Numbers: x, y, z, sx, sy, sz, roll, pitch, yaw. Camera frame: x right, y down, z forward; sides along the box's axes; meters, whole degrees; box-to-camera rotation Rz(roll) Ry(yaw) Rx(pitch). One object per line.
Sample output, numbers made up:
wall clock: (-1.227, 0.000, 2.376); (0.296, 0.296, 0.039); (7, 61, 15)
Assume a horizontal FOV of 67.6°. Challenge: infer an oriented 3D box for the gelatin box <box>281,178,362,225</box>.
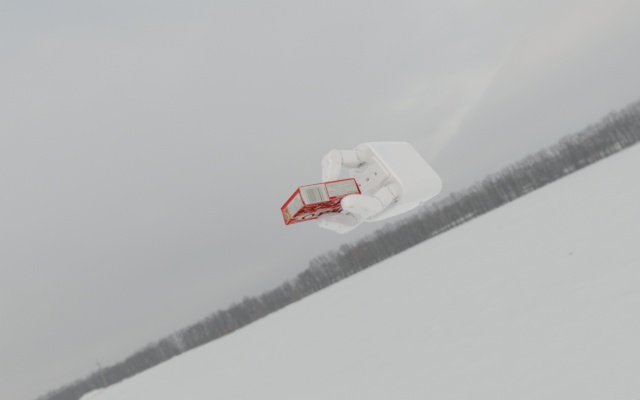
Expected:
gelatin box: (0.000, 0.002, 0.647); (0.089, 0.030, 0.073); (-10, -18, -29)
